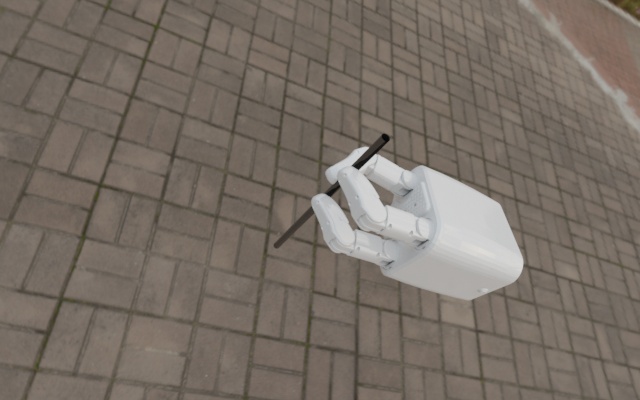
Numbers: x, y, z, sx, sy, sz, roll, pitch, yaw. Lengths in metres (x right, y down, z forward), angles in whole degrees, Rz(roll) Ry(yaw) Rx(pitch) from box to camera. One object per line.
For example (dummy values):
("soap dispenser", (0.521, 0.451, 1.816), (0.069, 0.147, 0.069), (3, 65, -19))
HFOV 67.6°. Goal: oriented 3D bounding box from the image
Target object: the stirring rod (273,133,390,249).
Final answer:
("stirring rod", (0.000, 0.002, 0.484), (0.011, 0.011, 0.240), (0, -26, -30))
